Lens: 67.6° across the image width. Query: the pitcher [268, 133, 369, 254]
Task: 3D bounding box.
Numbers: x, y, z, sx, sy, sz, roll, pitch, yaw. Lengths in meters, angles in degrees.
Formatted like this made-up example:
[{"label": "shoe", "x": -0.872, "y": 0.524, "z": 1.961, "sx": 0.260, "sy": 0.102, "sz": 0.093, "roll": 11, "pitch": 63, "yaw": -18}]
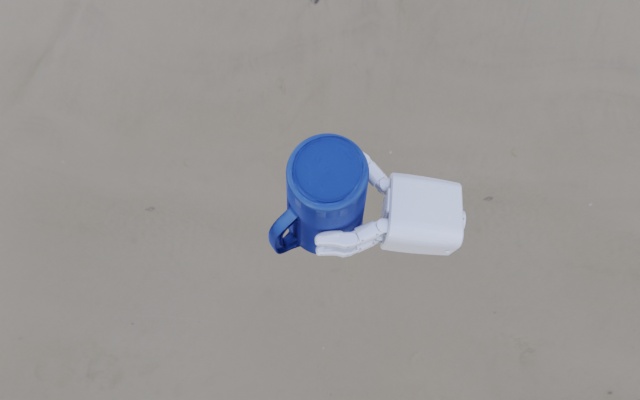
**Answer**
[{"label": "pitcher", "x": 0.000, "y": 0.002, "z": 0.717, "sx": 0.145, "sy": 0.149, "sz": 0.243, "roll": 9, "pitch": -17, "yaw": 3}]
